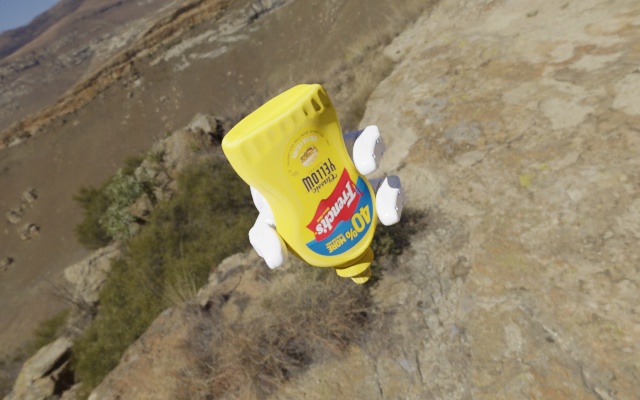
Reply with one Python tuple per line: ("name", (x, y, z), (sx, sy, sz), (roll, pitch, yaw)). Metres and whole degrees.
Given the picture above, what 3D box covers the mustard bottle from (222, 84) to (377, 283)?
("mustard bottle", (0.000, 0.001, 0.428), (0.096, 0.192, 0.058), (-41, 30, -22))
